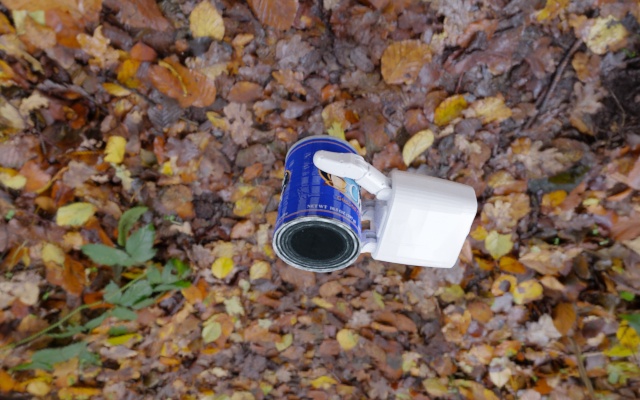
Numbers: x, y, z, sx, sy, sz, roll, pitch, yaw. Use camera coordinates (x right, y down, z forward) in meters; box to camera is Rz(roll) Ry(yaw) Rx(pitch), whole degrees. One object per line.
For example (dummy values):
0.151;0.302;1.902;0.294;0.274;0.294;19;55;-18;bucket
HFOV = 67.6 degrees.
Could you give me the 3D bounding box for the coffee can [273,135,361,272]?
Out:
0.000;0.002;0.593;0.103;0.140;0.103;3;-43;2;coffee can
